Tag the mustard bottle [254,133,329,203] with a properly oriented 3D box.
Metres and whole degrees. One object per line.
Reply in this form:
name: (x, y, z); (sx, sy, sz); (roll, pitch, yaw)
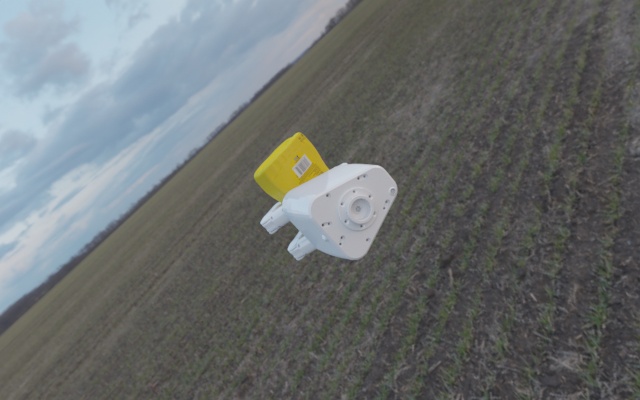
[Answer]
mustard bottle: (0.000, 0.002, 0.684); (0.058, 0.192, 0.096); (-24, 23, 51)
